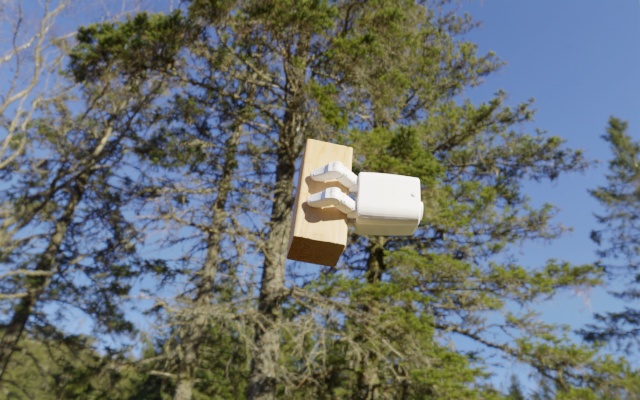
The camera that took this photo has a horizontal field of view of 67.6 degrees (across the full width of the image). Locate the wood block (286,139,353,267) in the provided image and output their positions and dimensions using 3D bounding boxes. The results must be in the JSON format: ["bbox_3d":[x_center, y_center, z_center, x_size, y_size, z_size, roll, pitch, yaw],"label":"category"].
[{"bbox_3d":[0.000,0.003,0.860,0.090,0.206,0.091,10,-34,-6],"label":"wood block"}]
